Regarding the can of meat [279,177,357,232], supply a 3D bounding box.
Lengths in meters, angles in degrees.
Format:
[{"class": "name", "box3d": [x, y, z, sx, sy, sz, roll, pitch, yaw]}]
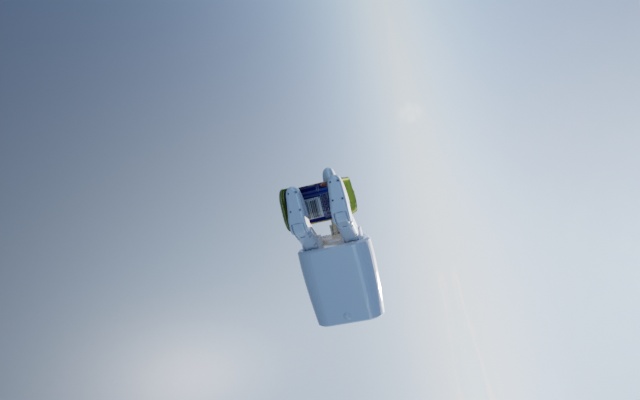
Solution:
[{"class": "can of meat", "box3d": [0.000, 0.002, 0.651, 0.084, 0.057, 0.102, -12, 2, 13]}]
